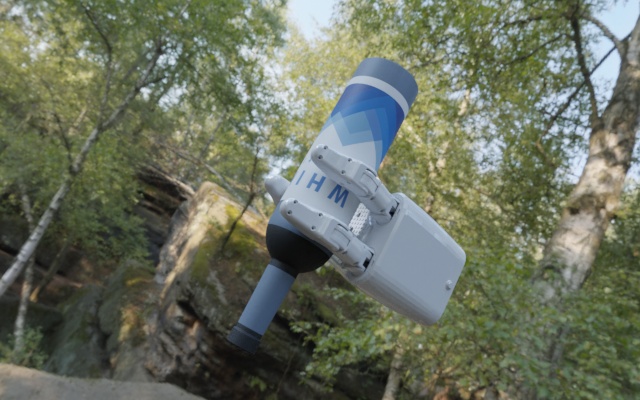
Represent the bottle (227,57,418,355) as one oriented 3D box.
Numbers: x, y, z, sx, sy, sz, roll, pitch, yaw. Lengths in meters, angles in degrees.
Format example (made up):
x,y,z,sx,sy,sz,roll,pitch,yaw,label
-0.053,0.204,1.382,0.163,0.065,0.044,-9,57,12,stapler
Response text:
x,y,z,sx,sy,sz,roll,pitch,yaw,label
0.000,0.001,0.446,0.069,0.295,0.069,27,-15,8,bottle
